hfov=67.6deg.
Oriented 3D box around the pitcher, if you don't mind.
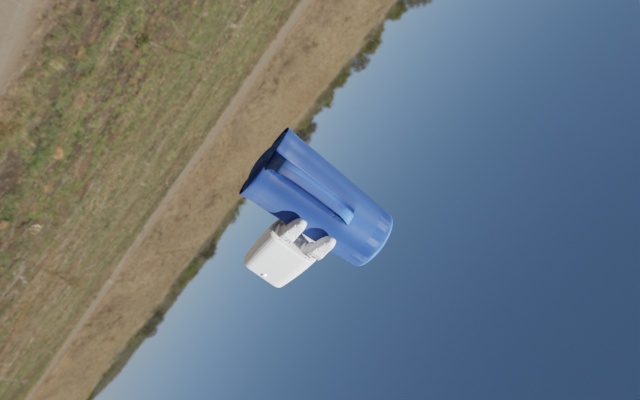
[{"bbox_3d":[0.000,0.003,0.782,0.243,0.149,0.145,36,-53,-13],"label":"pitcher"}]
